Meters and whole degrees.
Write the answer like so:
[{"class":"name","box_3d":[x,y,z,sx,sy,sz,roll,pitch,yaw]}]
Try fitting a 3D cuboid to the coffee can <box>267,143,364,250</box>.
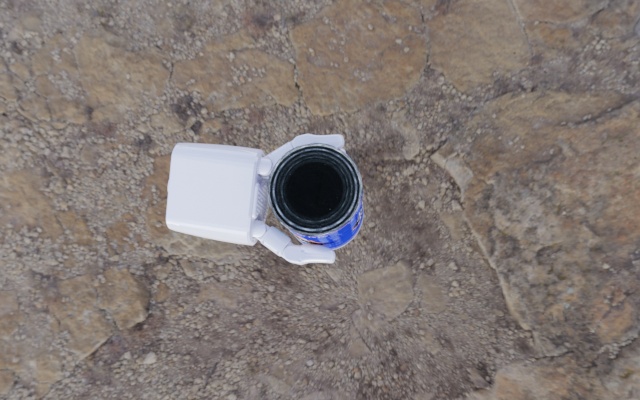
[{"class":"coffee can","box_3d":[0.000,0.002,0.573,0.103,0.102,0.140,0,-12,6]}]
